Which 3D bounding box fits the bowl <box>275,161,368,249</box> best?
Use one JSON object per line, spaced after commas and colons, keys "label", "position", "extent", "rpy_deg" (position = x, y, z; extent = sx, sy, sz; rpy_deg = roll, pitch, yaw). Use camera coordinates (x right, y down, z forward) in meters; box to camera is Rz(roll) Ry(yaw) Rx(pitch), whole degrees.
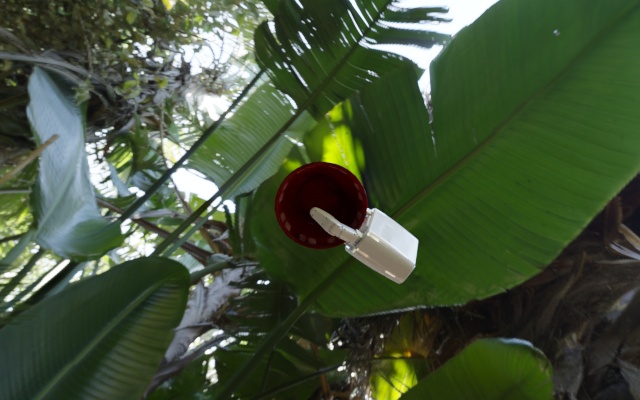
{"label": "bowl", "position": [-0.001, 0.002, 0.851], "extent": [0.162, 0.162, 0.055], "rpy_deg": [0, 19, -3]}
